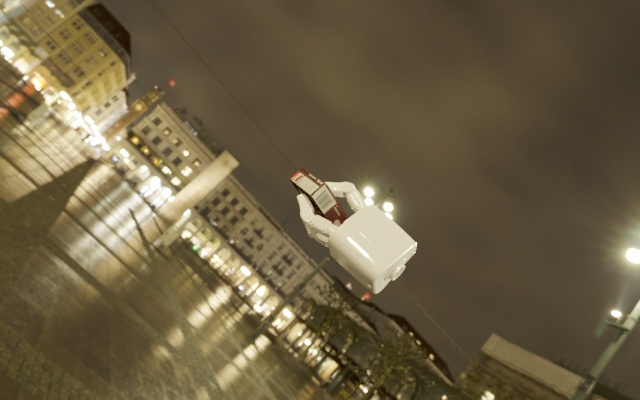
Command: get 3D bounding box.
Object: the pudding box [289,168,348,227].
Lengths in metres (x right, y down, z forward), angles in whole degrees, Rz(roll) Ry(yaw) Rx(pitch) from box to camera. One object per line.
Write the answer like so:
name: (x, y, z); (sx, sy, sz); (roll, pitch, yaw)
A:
pudding box: (0.000, 0.003, 0.868); (0.039, 0.114, 0.090); (-39, 37, -11)
